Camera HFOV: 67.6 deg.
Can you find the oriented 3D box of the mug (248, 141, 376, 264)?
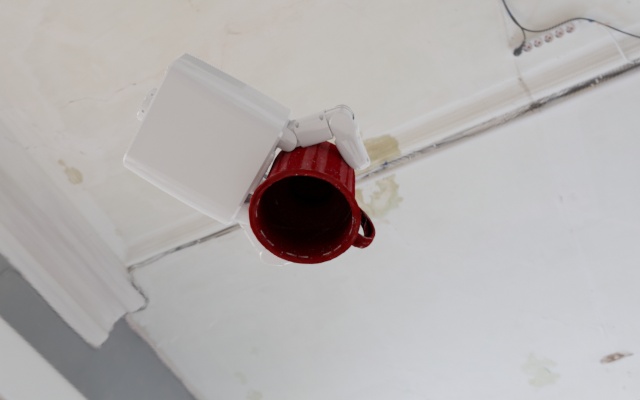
[{"bbox_3d":[0.001,0.002,0.428,0.117,0.093,0.081,29,29,-11],"label":"mug"}]
